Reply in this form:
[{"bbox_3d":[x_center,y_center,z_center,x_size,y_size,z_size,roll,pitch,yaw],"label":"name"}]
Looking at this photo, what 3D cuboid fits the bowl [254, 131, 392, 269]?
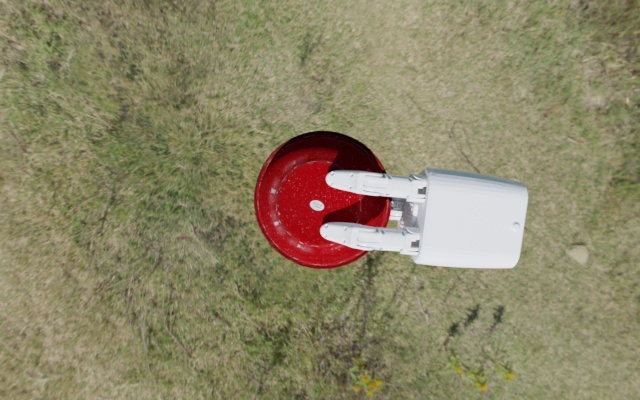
[{"bbox_3d":[-0.001,0.002,0.530,0.162,0.162,0.055,0,4,5],"label":"bowl"}]
